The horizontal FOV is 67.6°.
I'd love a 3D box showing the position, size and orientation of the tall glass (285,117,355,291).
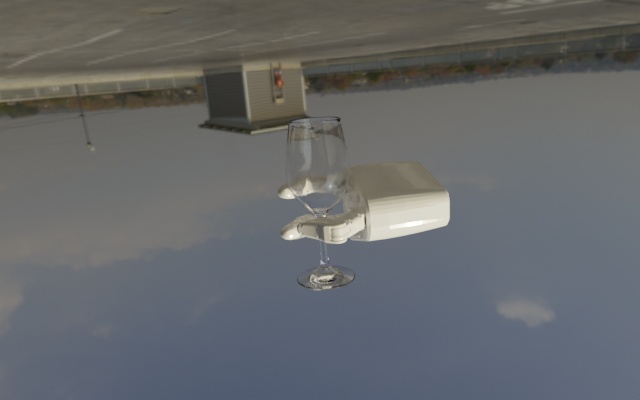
[{"bbox_3d":[0.000,0.003,0.580,0.079,0.201,0.079,-4,15,1],"label":"tall glass"}]
